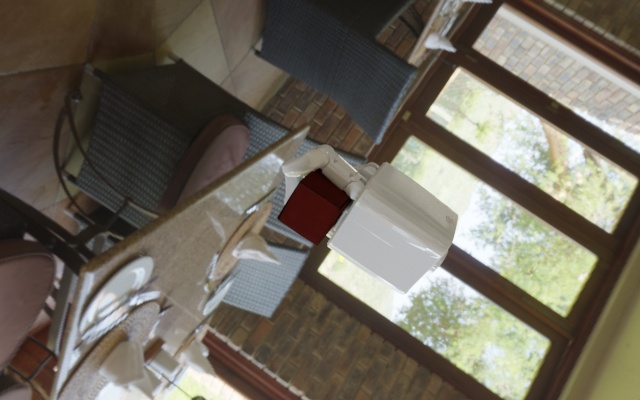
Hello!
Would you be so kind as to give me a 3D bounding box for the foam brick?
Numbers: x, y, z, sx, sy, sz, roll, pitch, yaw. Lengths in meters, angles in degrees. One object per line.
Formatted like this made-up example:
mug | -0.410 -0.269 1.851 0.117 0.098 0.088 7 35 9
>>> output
foam brick | 0.000 0.002 0.512 0.051 0.053 0.078 35 28 5
